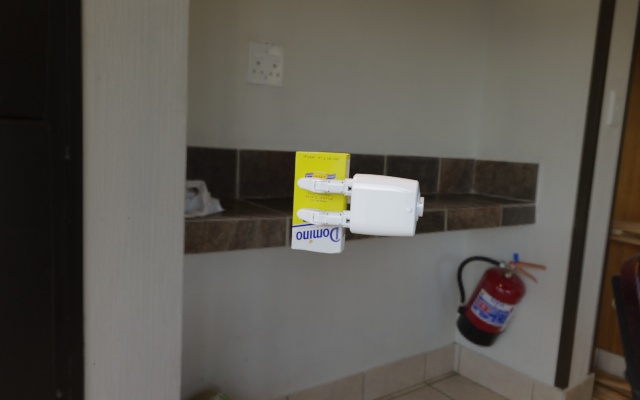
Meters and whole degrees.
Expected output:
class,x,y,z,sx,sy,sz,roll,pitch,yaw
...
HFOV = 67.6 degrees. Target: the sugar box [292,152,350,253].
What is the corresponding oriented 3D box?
class,x,y,z,sx,sy,sz,roll,pitch,yaw
sugar box,0.000,0.003,0.851,0.093,0.176,0.048,4,7,12
